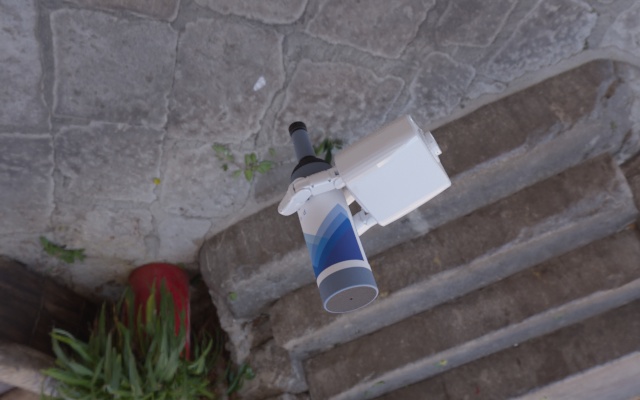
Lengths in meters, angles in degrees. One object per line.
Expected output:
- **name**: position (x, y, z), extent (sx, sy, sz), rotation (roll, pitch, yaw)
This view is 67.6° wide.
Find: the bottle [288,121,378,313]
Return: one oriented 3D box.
- **bottle**: position (0.000, 0.002, 0.641), extent (0.069, 0.295, 0.069), rotation (-11, -37, -9)
